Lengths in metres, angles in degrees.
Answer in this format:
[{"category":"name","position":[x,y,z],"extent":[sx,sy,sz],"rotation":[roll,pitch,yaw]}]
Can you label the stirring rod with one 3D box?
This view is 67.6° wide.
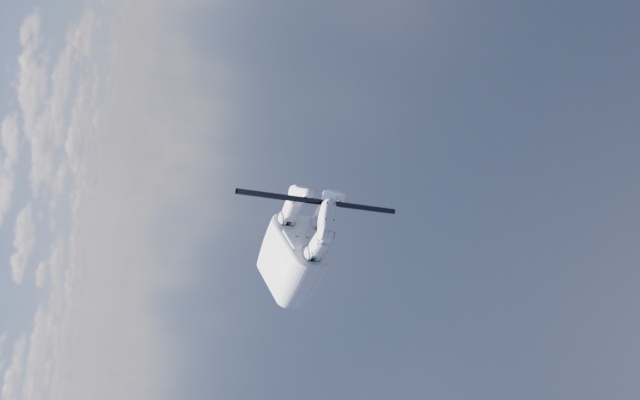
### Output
[{"category":"stirring rod","position":[0.000,0.002,0.666],"extent":[0.239,0.011,0.011],"rotation":[7,-3,-23]}]
